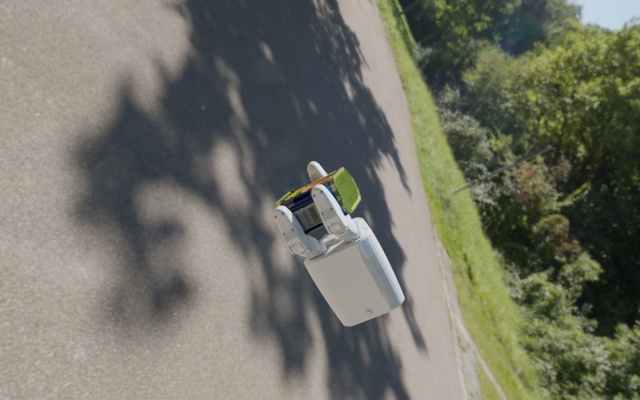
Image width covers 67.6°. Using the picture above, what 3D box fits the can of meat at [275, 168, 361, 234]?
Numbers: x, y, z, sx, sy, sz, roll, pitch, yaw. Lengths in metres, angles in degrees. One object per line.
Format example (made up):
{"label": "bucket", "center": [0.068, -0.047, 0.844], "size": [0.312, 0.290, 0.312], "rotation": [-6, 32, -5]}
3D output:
{"label": "can of meat", "center": [0.000, 0.002, 0.621], "size": [0.084, 0.057, 0.102], "rotation": [-26, 7, 18]}
